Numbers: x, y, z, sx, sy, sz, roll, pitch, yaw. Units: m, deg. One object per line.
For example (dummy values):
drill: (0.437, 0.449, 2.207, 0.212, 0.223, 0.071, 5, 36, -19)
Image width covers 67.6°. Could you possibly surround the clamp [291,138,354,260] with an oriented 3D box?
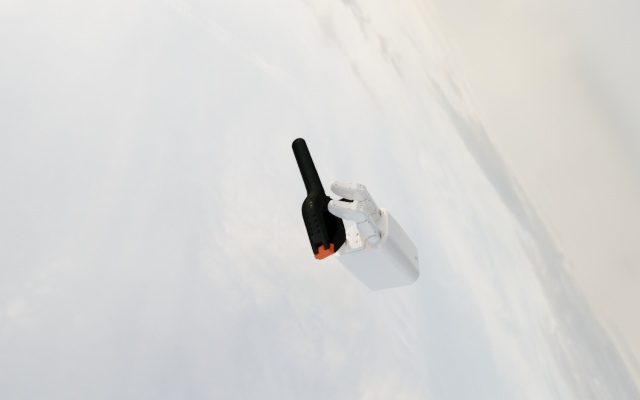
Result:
clamp: (0.000, 0.003, 0.752, 0.036, 0.165, 0.209, -29, 29, 24)
